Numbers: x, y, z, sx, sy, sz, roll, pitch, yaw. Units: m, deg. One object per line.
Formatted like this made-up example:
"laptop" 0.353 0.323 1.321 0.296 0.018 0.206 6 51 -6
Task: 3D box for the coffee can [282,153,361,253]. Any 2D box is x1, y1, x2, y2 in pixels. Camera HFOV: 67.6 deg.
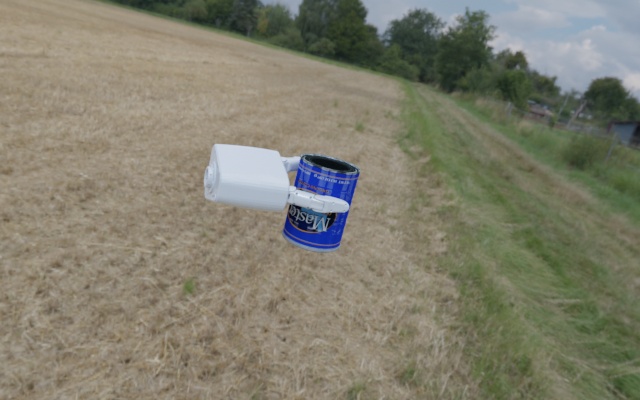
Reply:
"coffee can" 0.000 0.003 0.802 0.103 0.140 0.102 13 16 -4
